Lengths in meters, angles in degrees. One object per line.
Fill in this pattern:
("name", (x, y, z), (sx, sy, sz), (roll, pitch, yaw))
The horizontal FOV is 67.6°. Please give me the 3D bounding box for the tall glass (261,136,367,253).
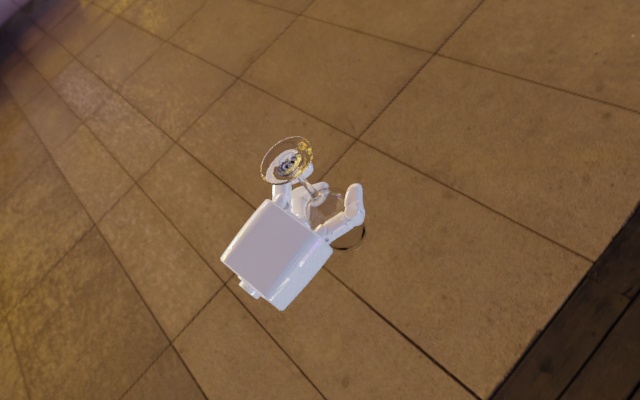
("tall glass", (0.000, 0.002, 0.665), (0.079, 0.079, 0.201), (0, -32, 31))
